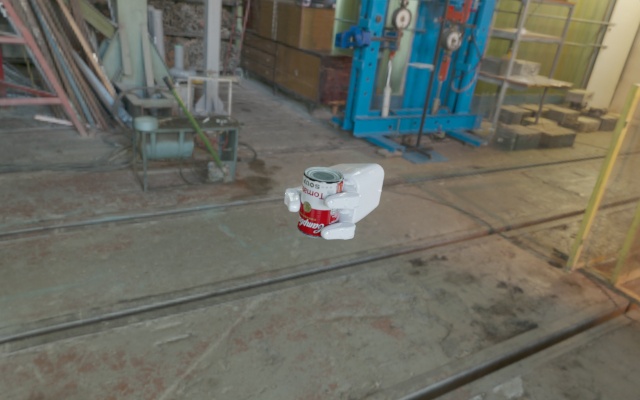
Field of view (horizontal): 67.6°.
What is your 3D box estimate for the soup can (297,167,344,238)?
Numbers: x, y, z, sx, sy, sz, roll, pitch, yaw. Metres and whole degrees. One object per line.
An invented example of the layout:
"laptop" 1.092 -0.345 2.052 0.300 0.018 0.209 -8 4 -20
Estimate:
"soup can" 0.000 0.002 0.795 0.068 0.102 0.068 6 24 -3
